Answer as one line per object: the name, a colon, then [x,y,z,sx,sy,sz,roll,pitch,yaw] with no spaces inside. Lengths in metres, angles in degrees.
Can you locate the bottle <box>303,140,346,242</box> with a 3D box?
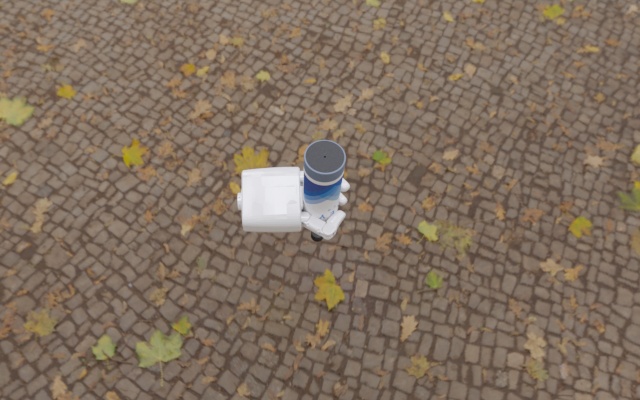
bottle: [0.000,0.003,0.880,0.069,0.069,0.296,0,-29,-3]
